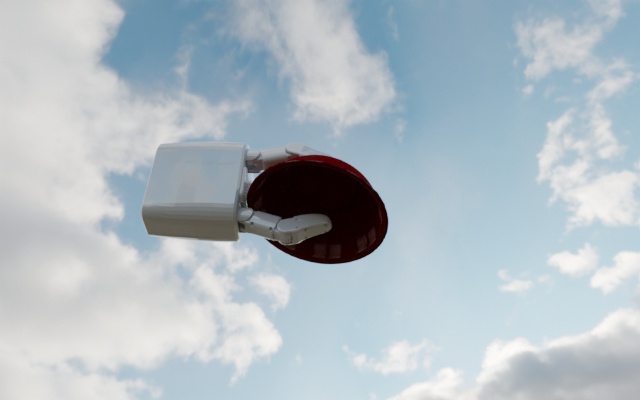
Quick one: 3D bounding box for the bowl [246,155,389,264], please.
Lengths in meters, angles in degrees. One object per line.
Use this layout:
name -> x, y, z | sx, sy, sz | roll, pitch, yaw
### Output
bowl -> 0.001, 0.002, 0.551 | 0.162, 0.162, 0.055 | 0, 43, 16
